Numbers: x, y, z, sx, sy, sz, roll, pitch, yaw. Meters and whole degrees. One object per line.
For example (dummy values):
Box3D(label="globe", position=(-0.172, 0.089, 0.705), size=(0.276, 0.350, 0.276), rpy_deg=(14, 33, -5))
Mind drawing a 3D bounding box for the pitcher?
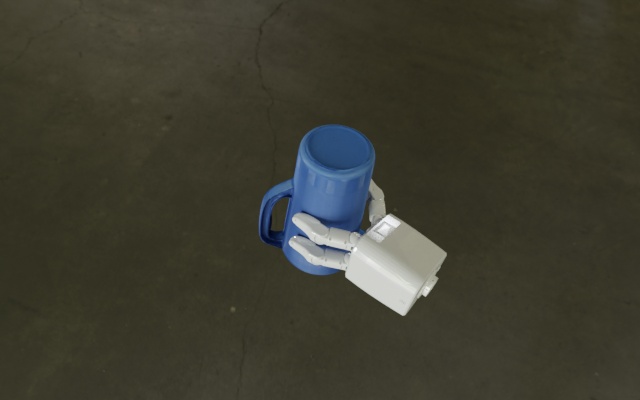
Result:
Box3D(label="pitcher", position=(0.000, 0.003, 0.751), size=(0.145, 0.243, 0.149), rpy_deg=(37, 55, 20))
